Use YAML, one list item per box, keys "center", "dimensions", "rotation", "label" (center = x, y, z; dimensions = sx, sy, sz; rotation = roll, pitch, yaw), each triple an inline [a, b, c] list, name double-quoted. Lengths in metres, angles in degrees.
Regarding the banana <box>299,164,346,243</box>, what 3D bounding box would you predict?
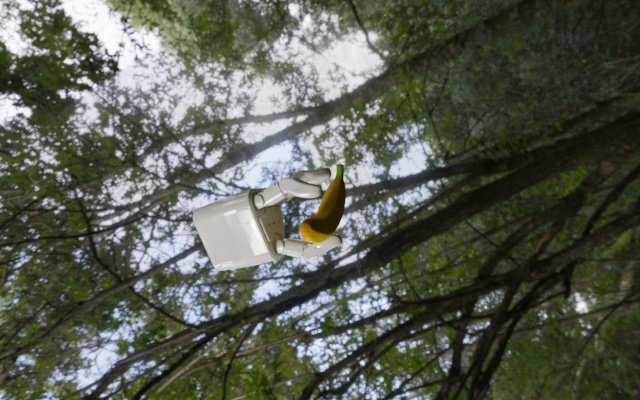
- center: [0.006, 0.017, 0.687]
  dimensions: [0.037, 0.070, 0.197]
  rotation: [-7, 26, 18]
  label: "banana"
